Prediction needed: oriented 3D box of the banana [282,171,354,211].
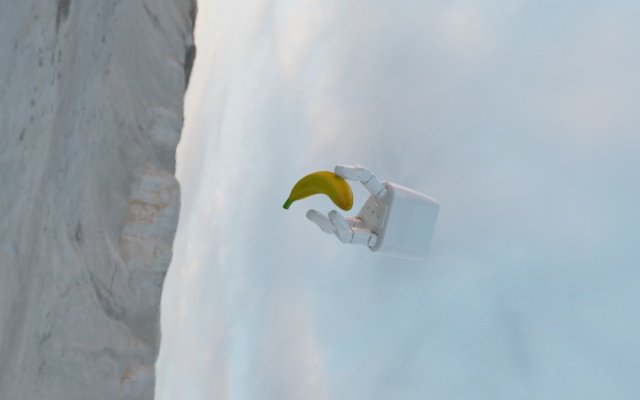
[{"bbox_3d":[0.003,-0.015,0.769,0.037,0.069,0.198,18,-10,-29],"label":"banana"}]
